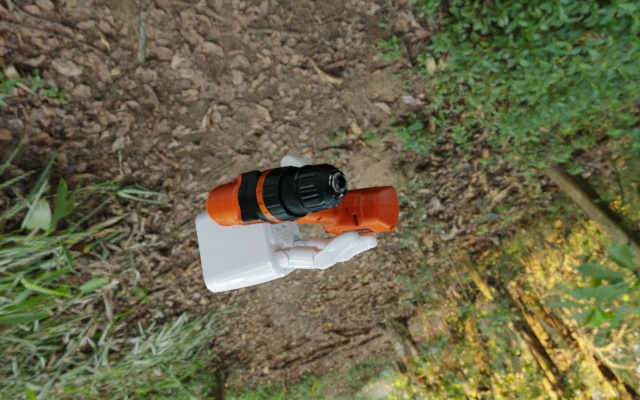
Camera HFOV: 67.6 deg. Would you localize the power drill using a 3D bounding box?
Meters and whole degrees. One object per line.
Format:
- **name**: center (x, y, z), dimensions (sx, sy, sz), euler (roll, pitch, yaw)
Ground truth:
- **power drill**: center (0.000, 0.002, 0.509), dimensions (0.184, 0.057, 0.188), euler (-7, -12, 44)
